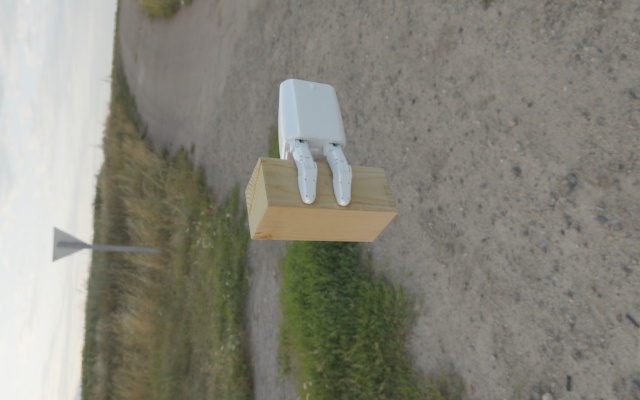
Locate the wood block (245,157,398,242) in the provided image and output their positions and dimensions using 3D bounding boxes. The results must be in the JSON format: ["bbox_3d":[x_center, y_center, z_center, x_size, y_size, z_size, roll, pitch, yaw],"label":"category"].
[{"bbox_3d":[0.000,0.002,0.731,0.206,0.090,0.091,3,-36,-24],"label":"wood block"}]
